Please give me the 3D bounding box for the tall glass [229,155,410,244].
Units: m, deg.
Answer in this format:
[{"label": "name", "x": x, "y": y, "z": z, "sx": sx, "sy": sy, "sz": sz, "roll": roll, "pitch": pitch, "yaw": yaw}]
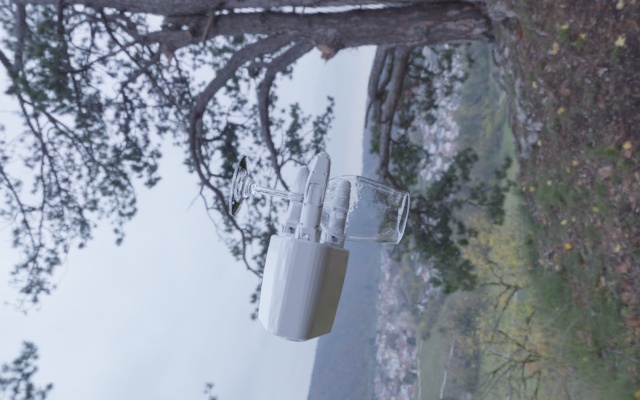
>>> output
[{"label": "tall glass", "x": -0.001, "y": 0.002, "z": 0.566, "sx": 0.201, "sy": 0.079, "sz": 0.079, "roll": 11, "pitch": 1, "yaw": 3}]
